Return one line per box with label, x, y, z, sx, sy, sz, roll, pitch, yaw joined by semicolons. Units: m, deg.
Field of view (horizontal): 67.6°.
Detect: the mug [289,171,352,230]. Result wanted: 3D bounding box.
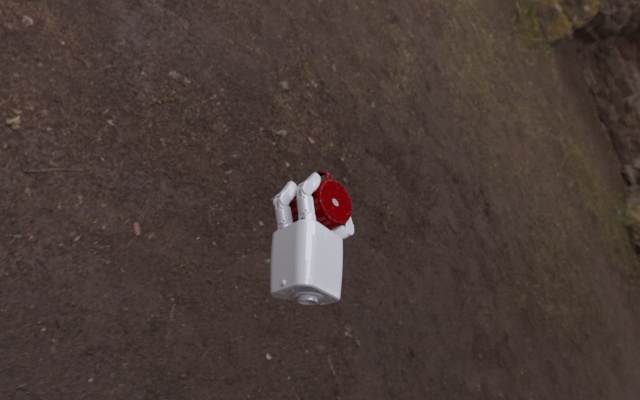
mug;0.000;0.001;0.834;0.093;0.117;0.081;22;-33;-39
